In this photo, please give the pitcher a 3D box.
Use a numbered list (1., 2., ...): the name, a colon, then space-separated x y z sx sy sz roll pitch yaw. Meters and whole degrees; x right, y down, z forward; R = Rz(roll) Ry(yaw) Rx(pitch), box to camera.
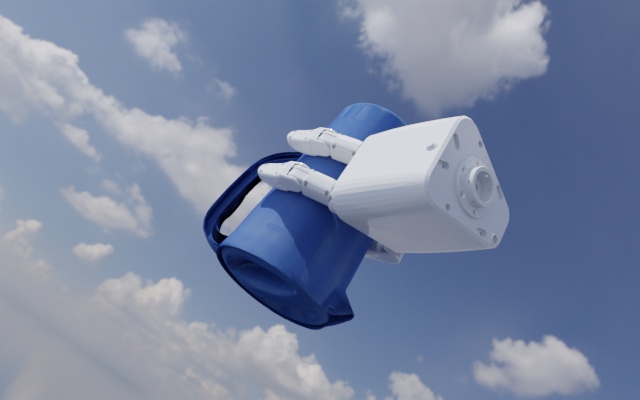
1. pitcher: 0.000 0.002 0.526 0.149 0.242 0.145 49 -31 -23
